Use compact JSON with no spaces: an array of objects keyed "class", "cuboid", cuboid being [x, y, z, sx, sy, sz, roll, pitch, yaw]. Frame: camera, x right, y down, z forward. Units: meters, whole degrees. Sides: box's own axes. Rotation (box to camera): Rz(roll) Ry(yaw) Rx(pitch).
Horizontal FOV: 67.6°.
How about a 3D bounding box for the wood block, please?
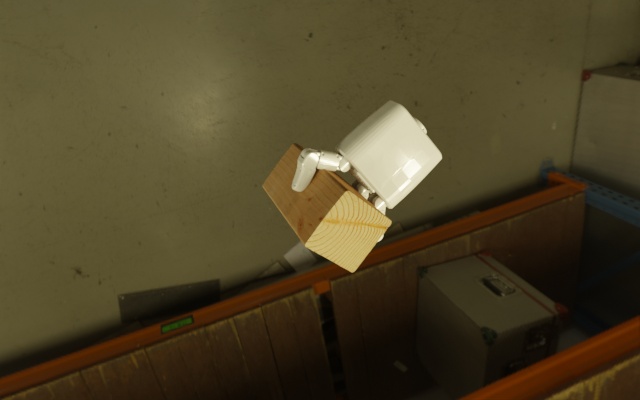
[{"class":"wood block","cuboid":[0.000,0.002,0.694,0.091,0.090,0.206,33,7,-31]}]
